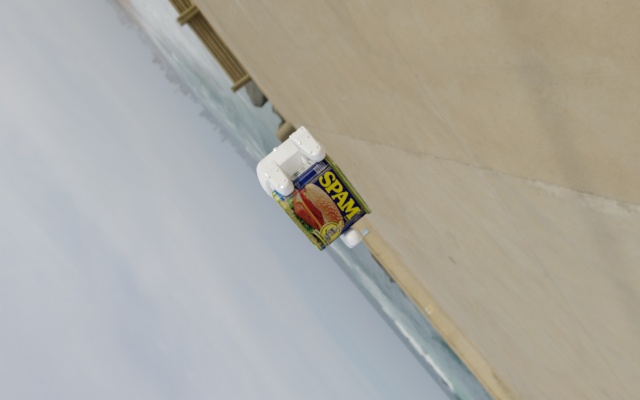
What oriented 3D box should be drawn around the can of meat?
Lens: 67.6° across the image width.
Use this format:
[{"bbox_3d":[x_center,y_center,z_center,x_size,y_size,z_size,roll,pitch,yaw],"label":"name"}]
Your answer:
[{"bbox_3d":[0.000,0.002,0.602,0.084,0.102,0.057,-40,22,-3],"label":"can of meat"}]
